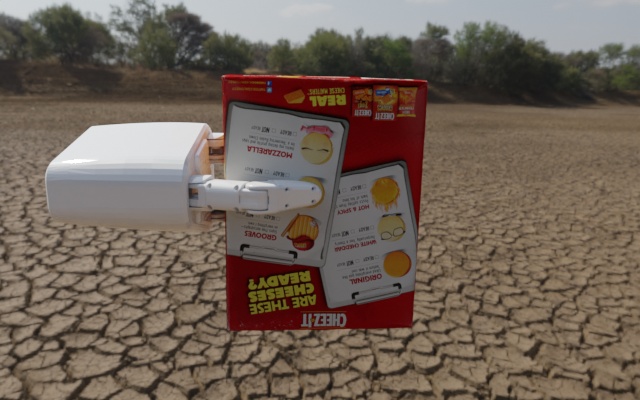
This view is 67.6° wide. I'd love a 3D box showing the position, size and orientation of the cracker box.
[{"bbox_3d":[0.000,0.001,0.421,0.164,0.214,0.072,0,12,-4],"label":"cracker box"}]
